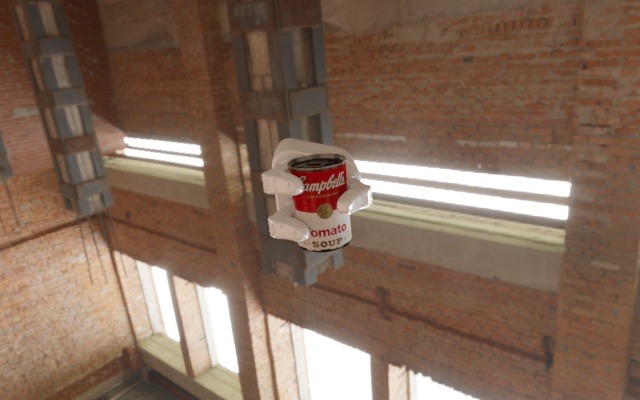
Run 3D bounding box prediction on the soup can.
[{"bbox_3d":[0.000,0.002,0.564,0.068,0.102,0.068,-5,19,2],"label":"soup can"}]
